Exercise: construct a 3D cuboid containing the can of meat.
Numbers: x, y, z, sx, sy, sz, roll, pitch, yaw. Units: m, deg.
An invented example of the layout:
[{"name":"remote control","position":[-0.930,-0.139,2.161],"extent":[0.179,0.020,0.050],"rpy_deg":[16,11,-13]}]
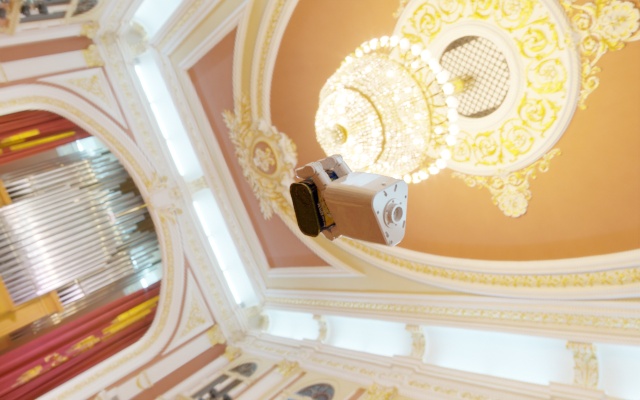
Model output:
[{"name":"can of meat","position":[0.000,0.003,0.865],"extent":[0.084,0.102,0.057],"rpy_deg":[-26,22,-37]}]
